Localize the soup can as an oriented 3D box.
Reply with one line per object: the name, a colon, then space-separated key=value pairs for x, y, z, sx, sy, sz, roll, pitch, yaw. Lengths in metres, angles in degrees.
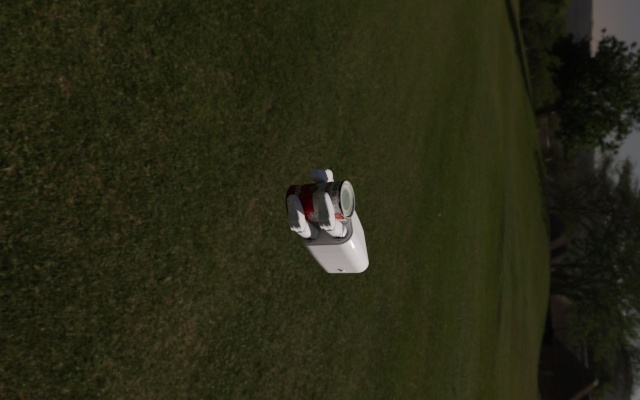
soup can: x=0.000 y=0.002 z=0.818 sx=0.102 sy=0.068 sz=0.068 roll=-4 pitch=-2 yaw=25
